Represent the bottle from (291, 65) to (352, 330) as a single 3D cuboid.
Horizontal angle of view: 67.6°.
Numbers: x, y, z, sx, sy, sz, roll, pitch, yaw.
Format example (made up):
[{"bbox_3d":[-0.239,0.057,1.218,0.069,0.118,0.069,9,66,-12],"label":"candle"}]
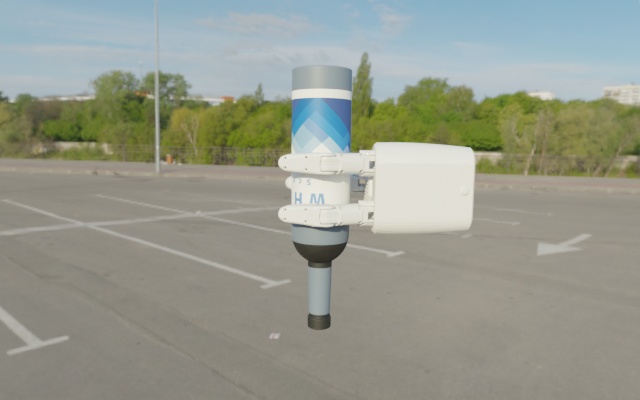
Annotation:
[{"bbox_3d":[0.000,0.002,0.545,0.069,0.296,0.069,1,7,0],"label":"bottle"}]
